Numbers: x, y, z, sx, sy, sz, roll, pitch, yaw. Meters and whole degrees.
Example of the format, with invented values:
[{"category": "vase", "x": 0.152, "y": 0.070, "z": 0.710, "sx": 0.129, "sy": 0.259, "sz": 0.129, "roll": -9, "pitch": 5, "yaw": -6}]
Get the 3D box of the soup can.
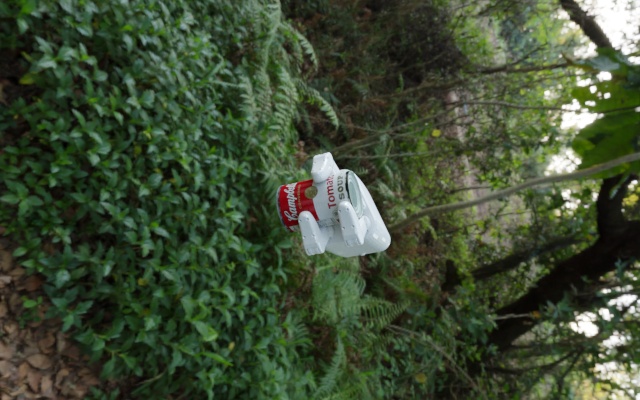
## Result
[{"category": "soup can", "x": 0.000, "y": 0.002, "z": 0.651, "sx": 0.102, "sy": 0.068, "sz": 0.068, "roll": -12, "pitch": -4, "yaw": 18}]
